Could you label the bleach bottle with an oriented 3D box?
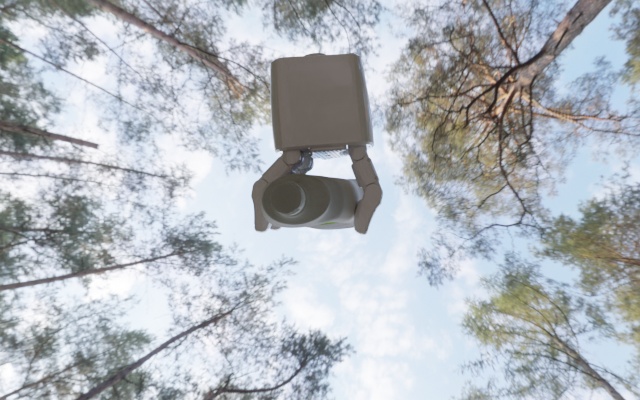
[{"bbox_3d":[0.000,0.002,0.548,0.102,0.068,0.251,-7,-3,10],"label":"bleach bottle"}]
